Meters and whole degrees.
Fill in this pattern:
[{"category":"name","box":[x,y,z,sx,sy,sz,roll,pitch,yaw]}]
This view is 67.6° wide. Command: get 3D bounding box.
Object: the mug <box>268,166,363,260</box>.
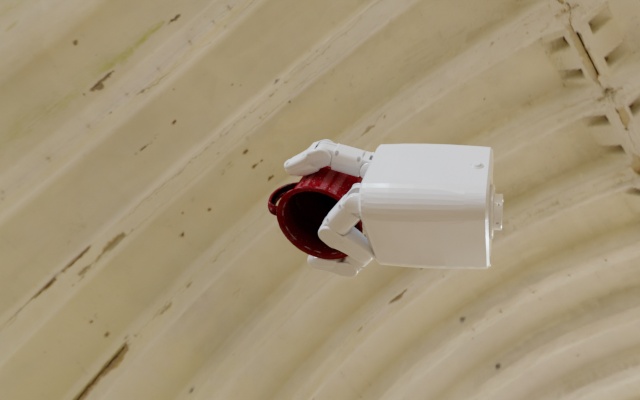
[{"category":"mug","box":[-0.001,0.002,0.519,0.117,0.093,0.081,3,36,22]}]
